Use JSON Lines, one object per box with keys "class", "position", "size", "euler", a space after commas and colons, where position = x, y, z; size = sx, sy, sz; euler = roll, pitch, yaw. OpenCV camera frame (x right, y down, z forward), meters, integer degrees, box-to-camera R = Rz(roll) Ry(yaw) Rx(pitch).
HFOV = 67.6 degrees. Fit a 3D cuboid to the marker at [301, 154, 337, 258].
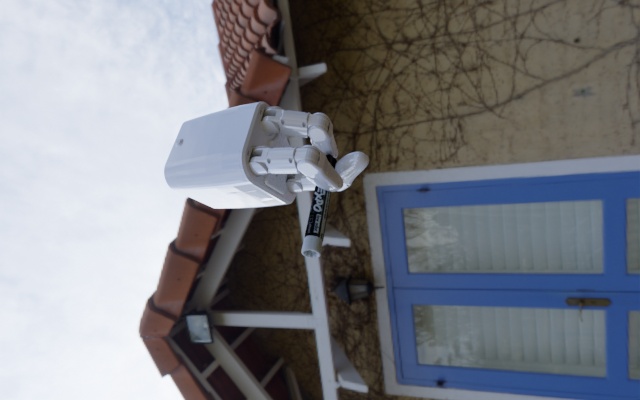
{"class": "marker", "position": [0.000, 0.002, 0.488], "size": [0.020, 0.121, 0.020], "euler": [7, -33, 5]}
